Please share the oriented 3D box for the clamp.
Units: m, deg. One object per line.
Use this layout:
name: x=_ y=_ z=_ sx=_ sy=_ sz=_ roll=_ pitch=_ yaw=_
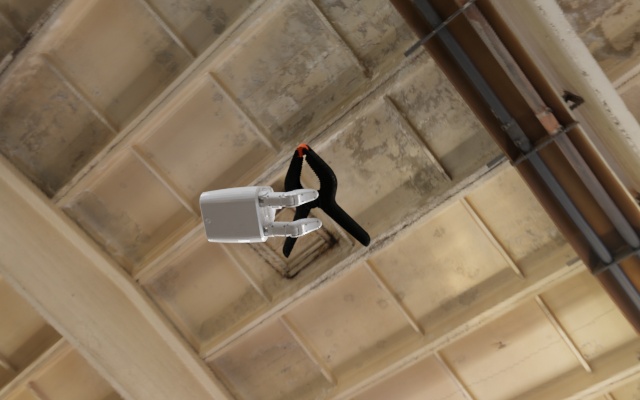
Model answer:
clamp: x=0.000 y=0.002 z=0.845 sx=0.164 sy=0.210 sz=0.036 roll=-3 pitch=18 yaw=10
